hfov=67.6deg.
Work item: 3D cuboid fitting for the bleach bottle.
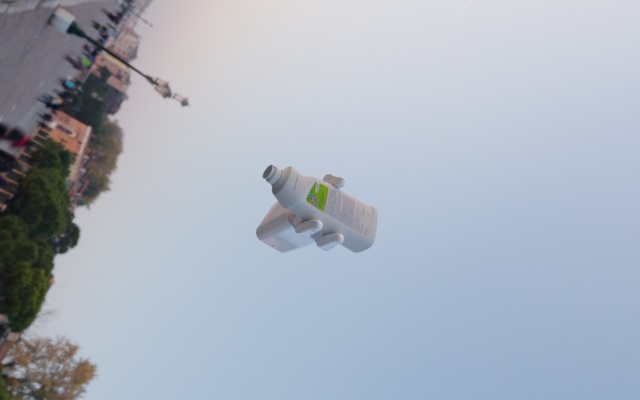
[{"bbox_3d":[0.000,0.003,0.895,0.251,0.102,0.068,33,-43,-30],"label":"bleach bottle"}]
